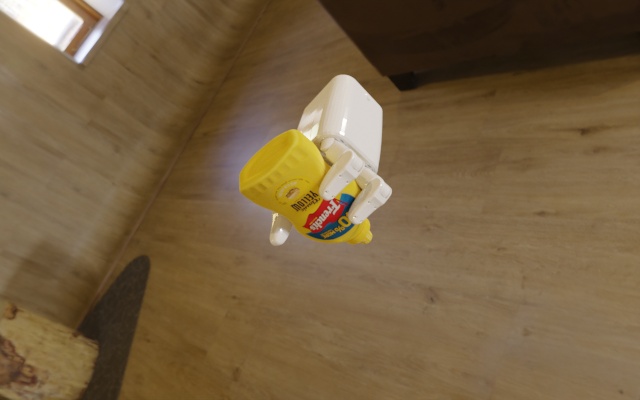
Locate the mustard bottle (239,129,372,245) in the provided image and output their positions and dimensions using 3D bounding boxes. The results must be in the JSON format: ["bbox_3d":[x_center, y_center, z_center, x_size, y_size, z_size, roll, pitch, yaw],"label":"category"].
[{"bbox_3d":[0.000,0.002,0.582,0.096,0.058,0.192,-38,-53,20],"label":"mustard bottle"}]
